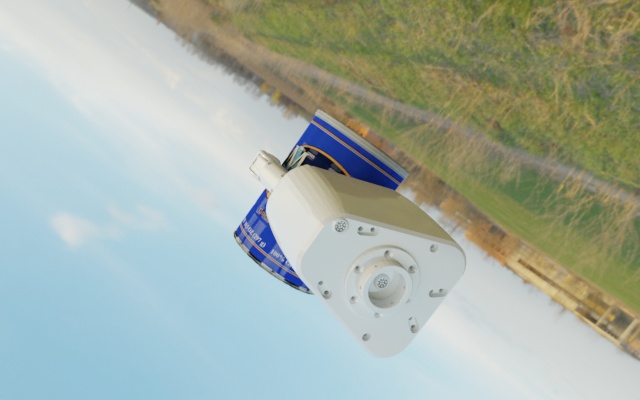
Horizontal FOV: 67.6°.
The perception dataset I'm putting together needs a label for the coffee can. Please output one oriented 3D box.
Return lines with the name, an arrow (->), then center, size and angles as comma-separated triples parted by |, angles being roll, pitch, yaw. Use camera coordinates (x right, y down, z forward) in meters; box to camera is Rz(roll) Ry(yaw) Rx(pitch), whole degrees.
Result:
coffee can -> 0.000, 0.001, 0.449 | 0.103, 0.140, 0.103 | 35, 6, -5
